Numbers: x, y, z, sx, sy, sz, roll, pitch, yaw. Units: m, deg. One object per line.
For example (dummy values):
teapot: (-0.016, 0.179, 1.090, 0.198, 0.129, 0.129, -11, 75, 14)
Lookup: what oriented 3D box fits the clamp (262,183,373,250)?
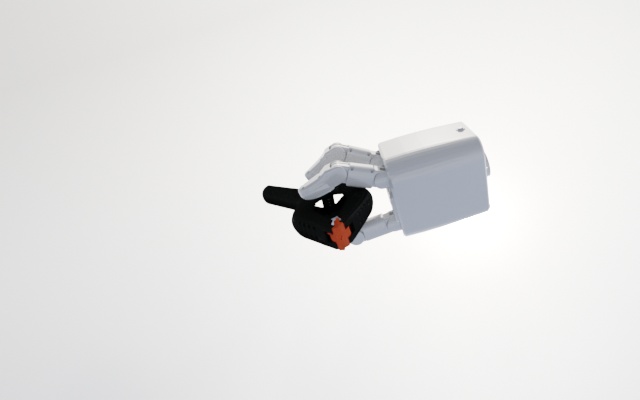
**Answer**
clamp: (0.001, 0.003, 0.569, 0.164, 0.036, 0.210, -18, 22, 8)
